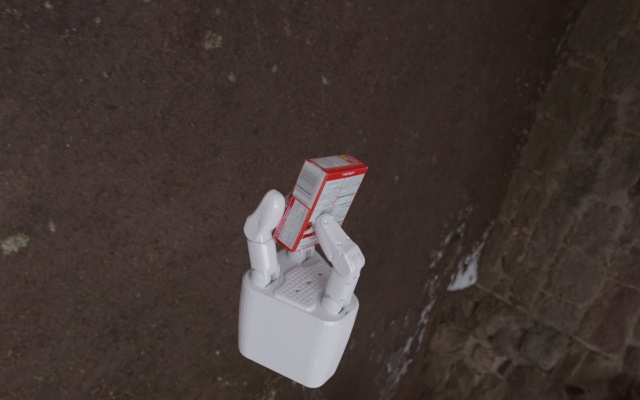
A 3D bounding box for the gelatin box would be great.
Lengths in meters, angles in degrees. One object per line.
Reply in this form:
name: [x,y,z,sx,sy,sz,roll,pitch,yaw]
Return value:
gelatin box: [0.001,0.001,0.455,0.030,0.089,0.073,36,27,25]
